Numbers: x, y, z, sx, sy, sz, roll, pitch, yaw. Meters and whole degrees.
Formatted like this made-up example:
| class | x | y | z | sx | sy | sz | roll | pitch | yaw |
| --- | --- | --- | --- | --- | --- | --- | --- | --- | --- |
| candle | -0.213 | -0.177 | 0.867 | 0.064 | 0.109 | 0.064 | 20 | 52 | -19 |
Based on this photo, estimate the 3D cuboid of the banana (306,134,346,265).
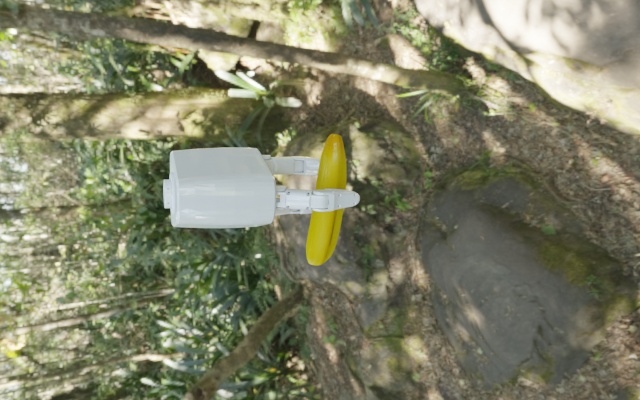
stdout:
| class | x | y | z | sx | sy | sz | roll | pitch | yaw |
| --- | --- | --- | --- | --- | --- | --- | --- | --- | --- |
| banana | 0.004 | 0.016 | 0.603 | 0.037 | 0.198 | 0.069 | -1 | 36 | -17 |
